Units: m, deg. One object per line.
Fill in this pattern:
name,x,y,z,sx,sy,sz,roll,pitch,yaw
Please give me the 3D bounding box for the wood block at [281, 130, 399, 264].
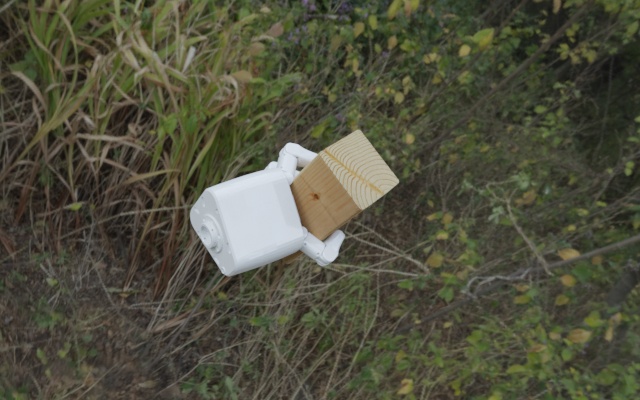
wood block,0.000,0.003,0.680,0.090,0.091,0.206,-34,-3,-40
